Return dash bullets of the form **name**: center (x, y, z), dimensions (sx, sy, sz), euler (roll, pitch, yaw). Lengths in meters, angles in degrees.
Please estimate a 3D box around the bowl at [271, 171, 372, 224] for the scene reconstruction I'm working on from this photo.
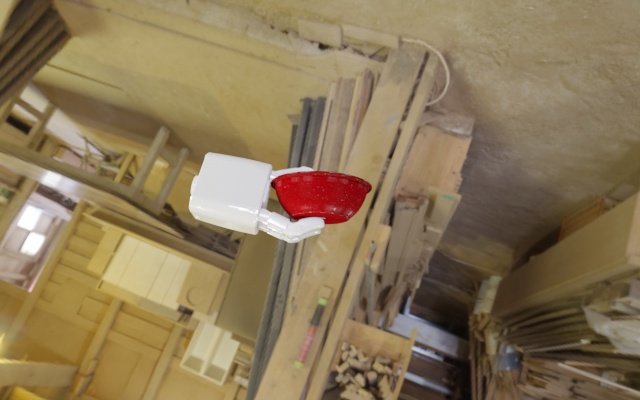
- **bowl**: center (0.001, 0.003, 0.753), dimensions (0.162, 0.055, 0.162), euler (2, -14, 1)
